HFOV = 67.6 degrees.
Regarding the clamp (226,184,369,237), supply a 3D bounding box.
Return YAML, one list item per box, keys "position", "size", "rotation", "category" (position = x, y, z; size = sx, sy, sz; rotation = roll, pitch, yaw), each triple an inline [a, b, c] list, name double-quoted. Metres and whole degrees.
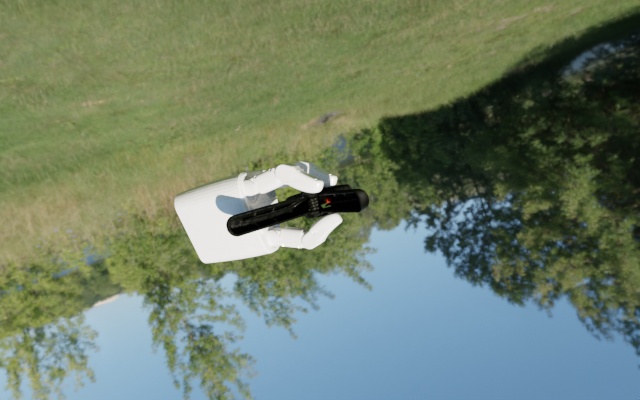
- position: [0.000, 0.003, 0.605]
  size: [0.164, 0.036, 0.210]
  rotation: [-10, 5, 21]
  category: "clamp"
